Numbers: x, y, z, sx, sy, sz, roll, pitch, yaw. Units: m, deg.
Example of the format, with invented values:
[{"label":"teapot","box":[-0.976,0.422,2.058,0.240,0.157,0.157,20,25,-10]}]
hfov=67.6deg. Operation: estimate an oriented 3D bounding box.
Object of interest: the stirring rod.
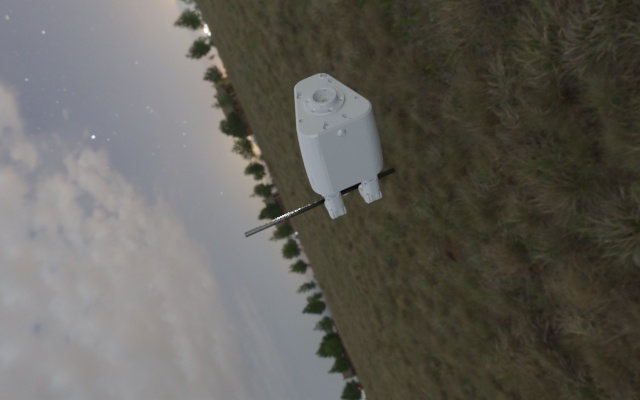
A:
[{"label":"stirring rod","box":[0.000,0.002,0.704,0.239,0.011,0.011,-24,2,-4]}]
